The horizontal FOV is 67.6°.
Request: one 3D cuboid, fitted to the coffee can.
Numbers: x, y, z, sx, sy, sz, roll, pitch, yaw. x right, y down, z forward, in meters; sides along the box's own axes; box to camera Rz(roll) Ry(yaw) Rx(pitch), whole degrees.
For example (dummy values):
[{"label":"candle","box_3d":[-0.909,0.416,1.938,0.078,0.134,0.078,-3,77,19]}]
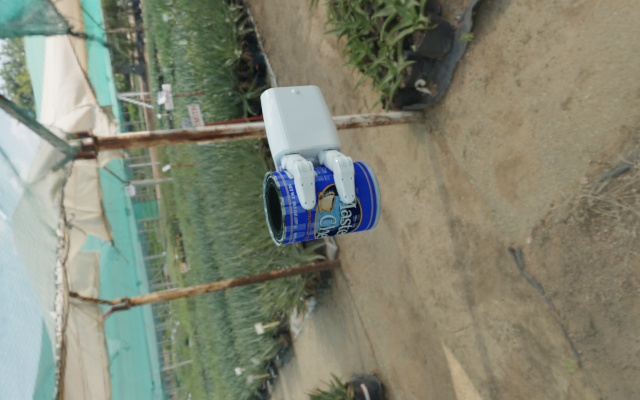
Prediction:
[{"label":"coffee can","box_3d":[0.000,0.002,0.672,0.140,0.103,0.103,-8,3,-19]}]
